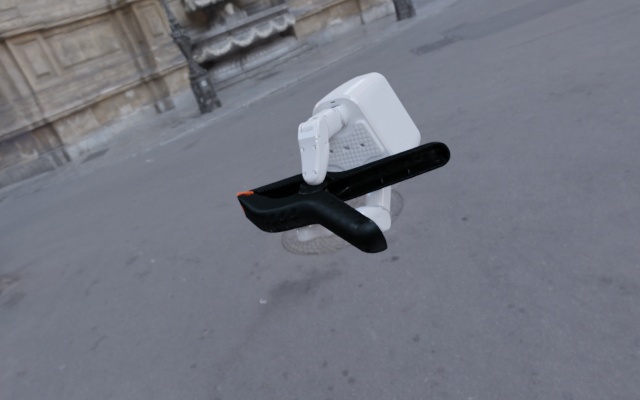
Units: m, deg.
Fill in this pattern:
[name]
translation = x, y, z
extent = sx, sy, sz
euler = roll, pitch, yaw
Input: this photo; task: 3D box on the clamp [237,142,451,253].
[clamp]
translation = -0.001, 0.001, 0.434
extent = 0.210, 0.036, 0.164
euler = -8, 23, 30
